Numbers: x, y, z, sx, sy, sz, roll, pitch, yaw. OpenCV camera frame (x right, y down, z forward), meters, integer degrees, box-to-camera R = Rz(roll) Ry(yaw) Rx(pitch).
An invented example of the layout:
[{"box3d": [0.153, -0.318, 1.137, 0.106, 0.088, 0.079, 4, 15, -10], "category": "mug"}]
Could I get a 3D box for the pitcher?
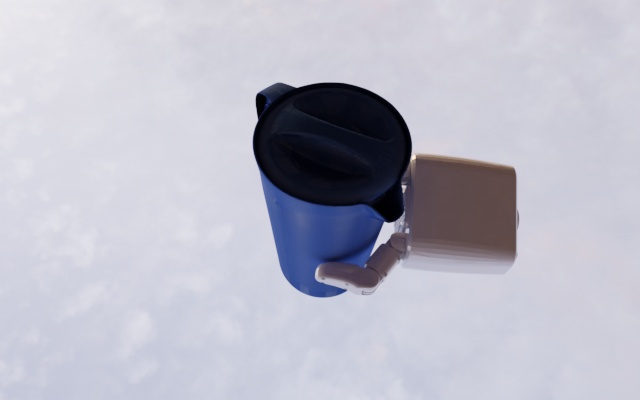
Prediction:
[{"box3d": [0.000, 0.002, 0.497, 0.145, 0.149, 0.243, 5, -32, 1], "category": "pitcher"}]
